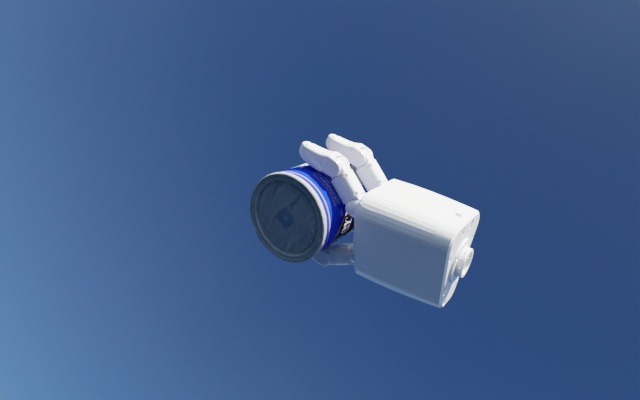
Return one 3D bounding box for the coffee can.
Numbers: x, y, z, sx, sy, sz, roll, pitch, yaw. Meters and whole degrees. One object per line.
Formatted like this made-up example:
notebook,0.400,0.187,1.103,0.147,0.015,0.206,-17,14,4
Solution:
coffee can,0.000,0.002,0.576,0.103,0.103,0.140,0,15,36
